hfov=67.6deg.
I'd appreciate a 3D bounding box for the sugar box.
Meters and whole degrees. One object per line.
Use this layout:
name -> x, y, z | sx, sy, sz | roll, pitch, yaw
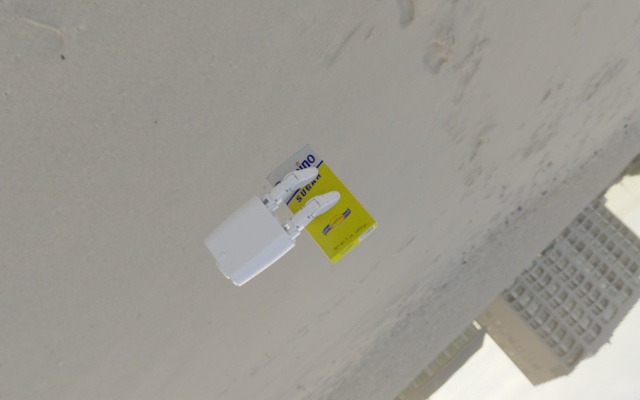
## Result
sugar box -> 0.000, 0.003, 0.760 | 0.093, 0.176, 0.048 | -39, -18, -3
